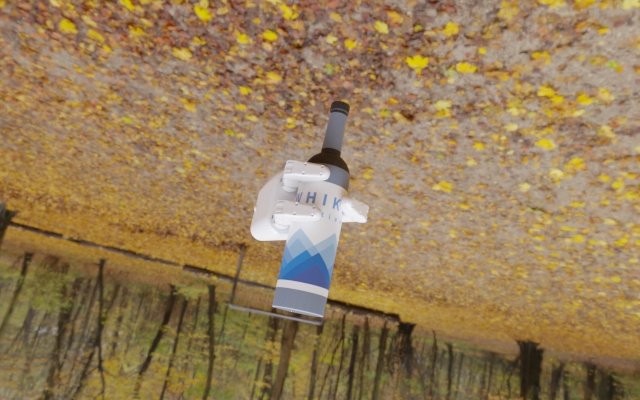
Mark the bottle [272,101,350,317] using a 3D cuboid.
[{"bbox_3d":[0.000,0.002,0.643,0.069,0.295,0.069,11,-16,3],"label":"bottle"}]
